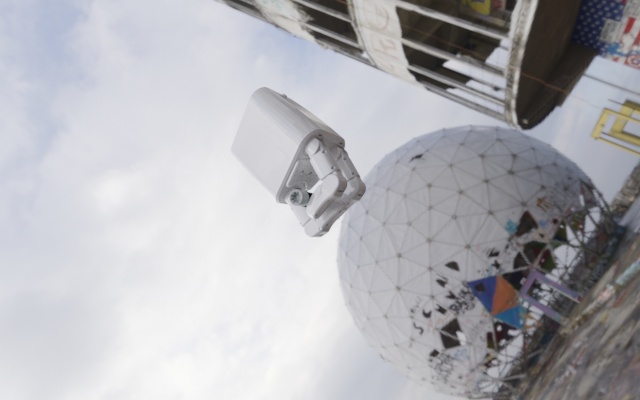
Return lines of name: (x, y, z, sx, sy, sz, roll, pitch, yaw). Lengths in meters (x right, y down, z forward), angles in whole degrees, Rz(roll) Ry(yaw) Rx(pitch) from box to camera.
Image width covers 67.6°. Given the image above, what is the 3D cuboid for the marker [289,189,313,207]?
marker: (0.000, 0.002, 0.596, 0.020, 0.020, 0.121, 0, -5, 28)
